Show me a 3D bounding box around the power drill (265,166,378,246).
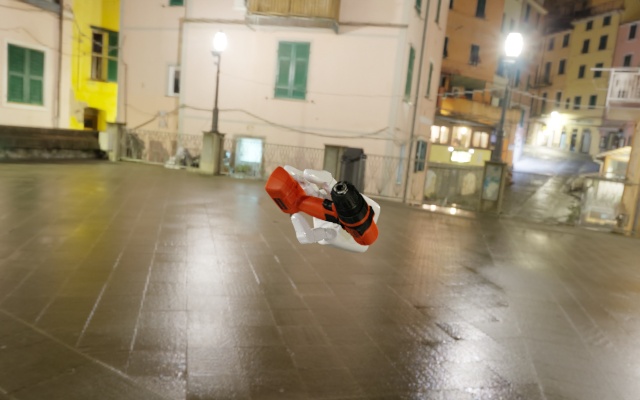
[{"bbox_3d":[0.000,0.003,0.806,0.187,0.057,0.184,22,-20,29],"label":"power drill"}]
